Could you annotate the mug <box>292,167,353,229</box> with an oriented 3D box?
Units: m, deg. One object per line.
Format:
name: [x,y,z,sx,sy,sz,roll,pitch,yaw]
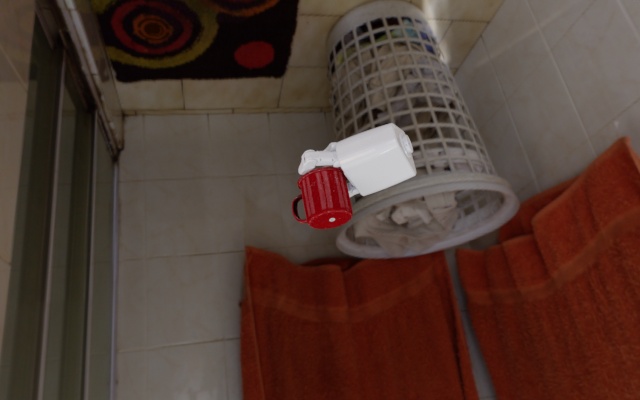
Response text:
mug: [-0.001,0.003,0.846,0.117,0.081,0.093,-21,-26,21]
